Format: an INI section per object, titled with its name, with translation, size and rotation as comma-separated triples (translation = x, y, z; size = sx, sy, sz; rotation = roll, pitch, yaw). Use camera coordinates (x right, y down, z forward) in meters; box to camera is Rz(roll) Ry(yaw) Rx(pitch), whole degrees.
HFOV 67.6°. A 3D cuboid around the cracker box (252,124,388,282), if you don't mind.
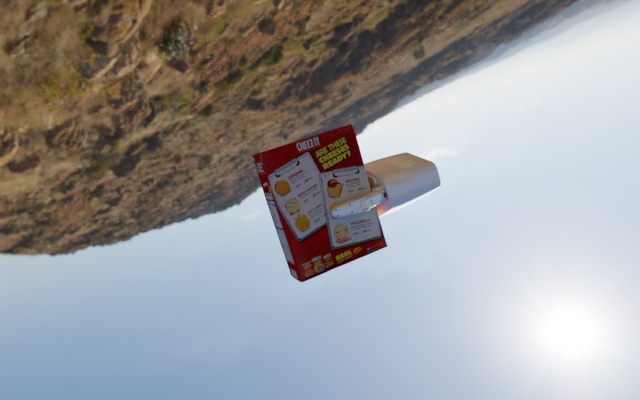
[cracker box]
translation = 0.000, 0.003, 0.784
size = 0.164, 0.214, 0.072
rotation = -20, 8, -19
